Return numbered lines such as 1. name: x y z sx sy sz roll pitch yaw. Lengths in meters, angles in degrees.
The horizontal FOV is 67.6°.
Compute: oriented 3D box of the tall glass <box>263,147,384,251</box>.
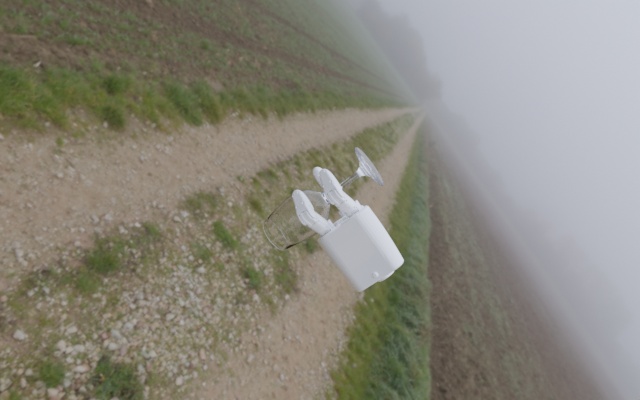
1. tall glass: 0.001 0.002 0.777 0.201 0.079 0.079 -36 -12 17
